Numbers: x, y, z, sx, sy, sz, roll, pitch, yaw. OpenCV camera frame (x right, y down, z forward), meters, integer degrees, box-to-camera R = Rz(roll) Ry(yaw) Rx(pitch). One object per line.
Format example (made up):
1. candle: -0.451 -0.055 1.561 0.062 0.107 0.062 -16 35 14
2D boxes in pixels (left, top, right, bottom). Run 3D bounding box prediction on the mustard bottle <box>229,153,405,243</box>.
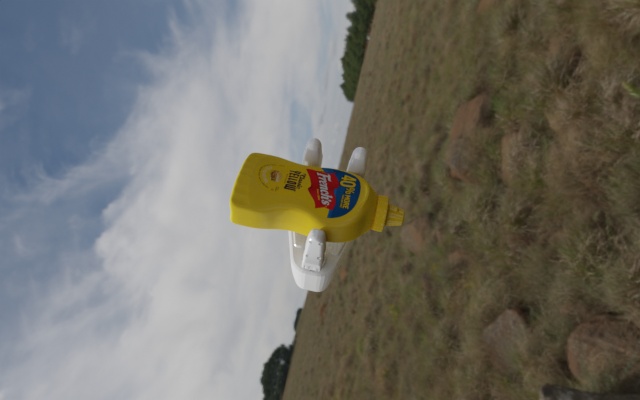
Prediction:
1. mustard bottle: 0.000 0.002 0.546 0.191 0.058 0.096 12 43 3
